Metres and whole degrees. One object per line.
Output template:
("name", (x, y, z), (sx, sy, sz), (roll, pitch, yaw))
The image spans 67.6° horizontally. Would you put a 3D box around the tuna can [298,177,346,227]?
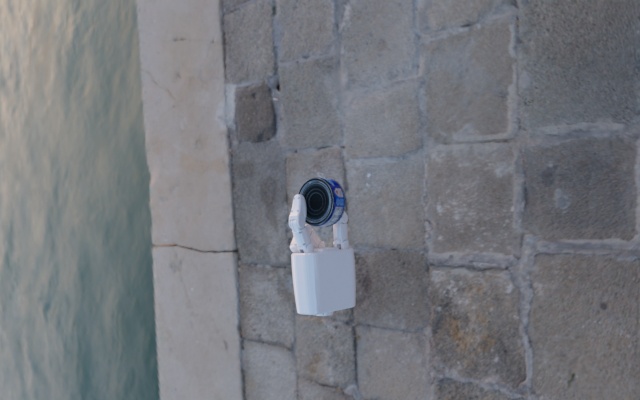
("tuna can", (0.000, 0.003, 0.828), (0.086, 0.086, 0.034), (0, -3, 40))
